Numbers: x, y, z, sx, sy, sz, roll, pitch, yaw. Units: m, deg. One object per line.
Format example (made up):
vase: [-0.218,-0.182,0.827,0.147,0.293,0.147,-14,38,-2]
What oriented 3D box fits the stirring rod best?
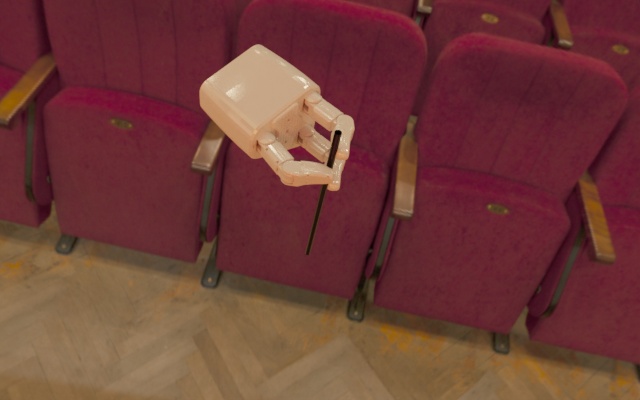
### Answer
stirring rod: [0.000,0.002,0.596,0.011,0.011,0.240,0,-38,-11]
